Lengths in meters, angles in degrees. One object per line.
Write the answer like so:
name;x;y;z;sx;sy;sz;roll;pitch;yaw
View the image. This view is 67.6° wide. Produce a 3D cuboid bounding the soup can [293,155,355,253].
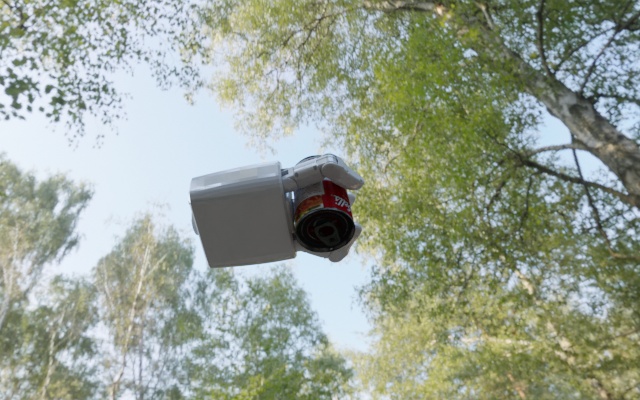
soup can;0.001;0.001;0.566;0.068;0.069;0.102;0;41;-8
